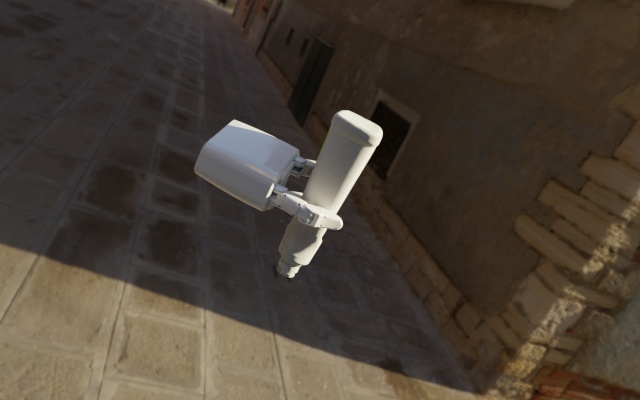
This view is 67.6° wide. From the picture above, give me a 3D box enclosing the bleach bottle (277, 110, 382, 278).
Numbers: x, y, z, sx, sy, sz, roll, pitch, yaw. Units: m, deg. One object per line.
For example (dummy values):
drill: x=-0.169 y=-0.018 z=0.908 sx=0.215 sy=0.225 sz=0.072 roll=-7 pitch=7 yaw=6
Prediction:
bleach bottle: x=0.000 y=0.002 z=0.665 sx=0.068 sy=0.251 sz=0.102 roll=27 pitch=18 yaw=2
